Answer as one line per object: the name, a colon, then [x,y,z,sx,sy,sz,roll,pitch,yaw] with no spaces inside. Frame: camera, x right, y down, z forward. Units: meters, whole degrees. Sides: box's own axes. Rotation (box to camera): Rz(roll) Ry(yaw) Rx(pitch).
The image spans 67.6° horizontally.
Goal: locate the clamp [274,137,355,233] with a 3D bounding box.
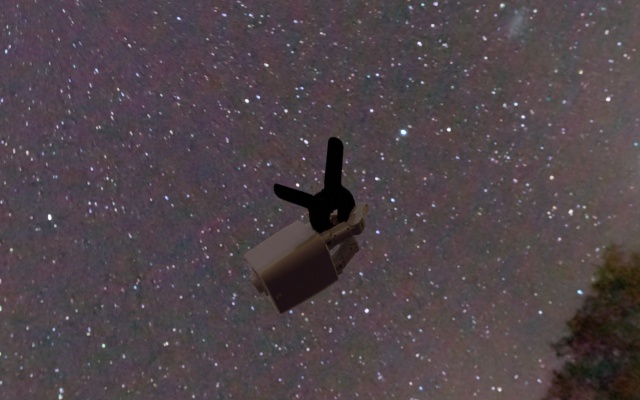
clamp: [0.000,0.002,0.707,0.120,0.172,0.039,-30,37,-14]
